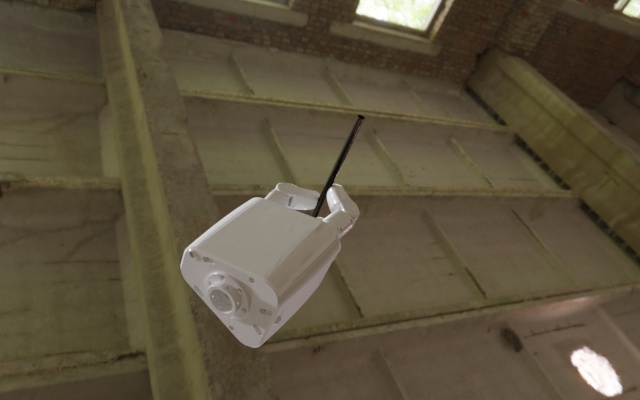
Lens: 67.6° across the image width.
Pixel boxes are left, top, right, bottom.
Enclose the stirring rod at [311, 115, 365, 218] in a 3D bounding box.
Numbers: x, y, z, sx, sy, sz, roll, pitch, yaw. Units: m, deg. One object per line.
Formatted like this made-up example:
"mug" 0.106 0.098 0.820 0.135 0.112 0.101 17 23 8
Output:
"stirring rod" 0.000 0.002 0.562 0.011 0.240 0.011 16 37 -13
